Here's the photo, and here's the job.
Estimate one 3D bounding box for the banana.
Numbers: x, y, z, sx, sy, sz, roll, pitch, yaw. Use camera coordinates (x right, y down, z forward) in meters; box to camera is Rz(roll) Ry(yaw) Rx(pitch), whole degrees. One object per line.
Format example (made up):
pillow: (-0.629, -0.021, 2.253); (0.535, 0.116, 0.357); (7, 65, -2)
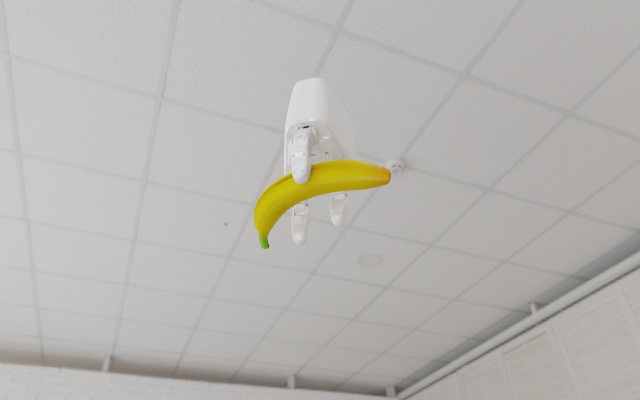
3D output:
banana: (-0.014, -0.009, 0.574); (0.198, 0.070, 0.037); (-28, 31, 26)
